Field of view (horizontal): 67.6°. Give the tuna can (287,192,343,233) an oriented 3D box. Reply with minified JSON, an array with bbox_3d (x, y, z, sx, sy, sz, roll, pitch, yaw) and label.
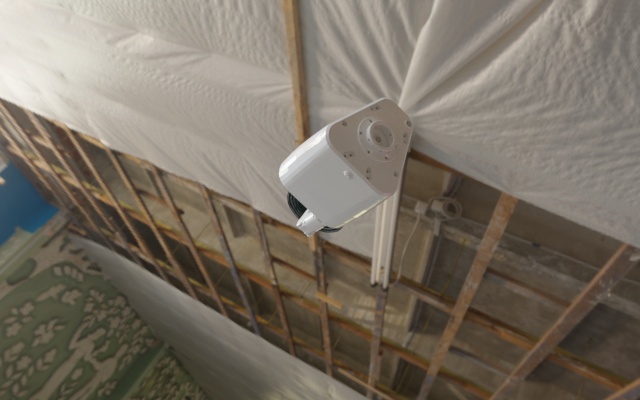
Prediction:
[{"bbox_3d":[0.000,0.002,0.639,0.086,0.086,0.033,0,43,39],"label":"tuna can"}]
